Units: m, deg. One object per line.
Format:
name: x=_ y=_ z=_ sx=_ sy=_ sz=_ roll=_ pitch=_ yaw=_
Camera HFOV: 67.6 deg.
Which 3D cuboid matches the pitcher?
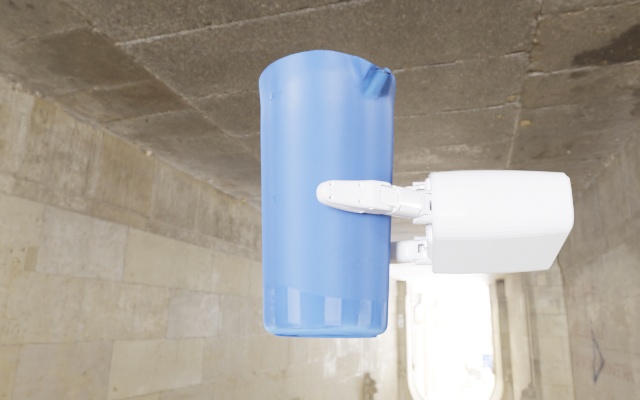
pitcher: x=0.000 y=0.001 z=0.449 sx=0.145 sy=0.242 sz=0.149 roll=-1 pitch=-14 yaw=9
